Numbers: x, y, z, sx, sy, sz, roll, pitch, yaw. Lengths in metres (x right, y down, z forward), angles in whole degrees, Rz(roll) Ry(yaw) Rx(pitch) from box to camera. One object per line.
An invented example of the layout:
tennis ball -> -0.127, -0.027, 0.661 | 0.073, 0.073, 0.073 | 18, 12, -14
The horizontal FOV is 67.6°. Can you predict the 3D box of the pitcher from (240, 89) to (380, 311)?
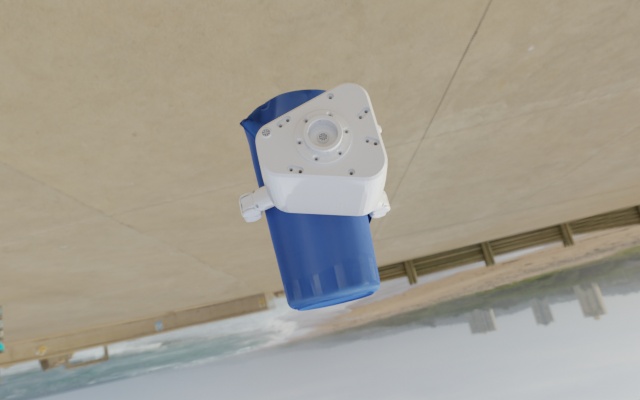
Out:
pitcher -> 0.000, 0.002, 0.580 | 0.149, 0.242, 0.145 | -12, -16, -2
